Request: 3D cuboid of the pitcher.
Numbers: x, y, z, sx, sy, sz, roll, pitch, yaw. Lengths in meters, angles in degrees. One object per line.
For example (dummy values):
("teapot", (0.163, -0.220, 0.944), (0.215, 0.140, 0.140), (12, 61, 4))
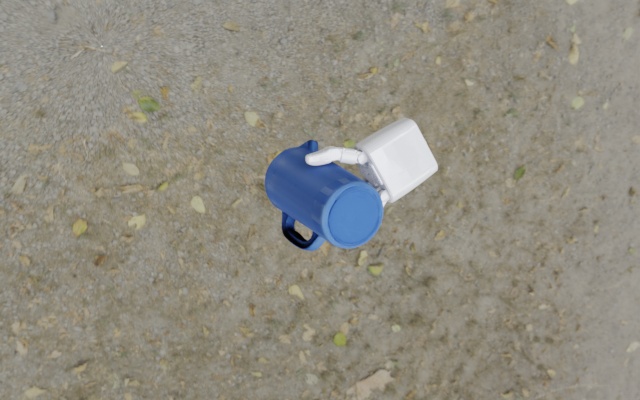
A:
("pitcher", (0.000, 0.003, 0.823), (0.145, 0.149, 0.242), (-31, 27, -13))
